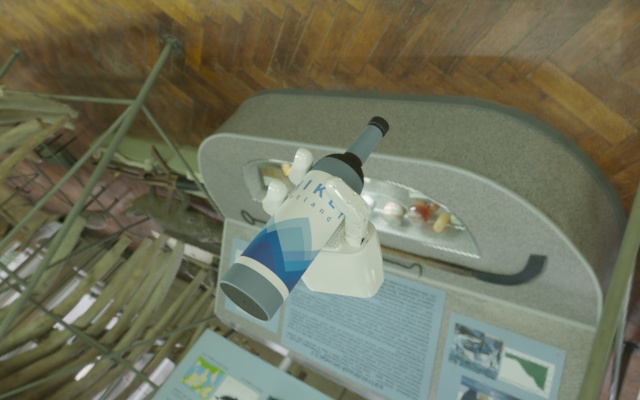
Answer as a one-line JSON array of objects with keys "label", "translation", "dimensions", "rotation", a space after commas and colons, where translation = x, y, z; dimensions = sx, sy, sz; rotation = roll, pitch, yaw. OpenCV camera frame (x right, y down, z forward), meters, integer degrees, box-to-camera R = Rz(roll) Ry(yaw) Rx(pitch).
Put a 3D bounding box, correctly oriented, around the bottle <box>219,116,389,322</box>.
[{"label": "bottle", "translation": [0.000, 0.002, 0.560], "dimensions": [0.069, 0.069, 0.295], "rotation": [0, 44, 49]}]
